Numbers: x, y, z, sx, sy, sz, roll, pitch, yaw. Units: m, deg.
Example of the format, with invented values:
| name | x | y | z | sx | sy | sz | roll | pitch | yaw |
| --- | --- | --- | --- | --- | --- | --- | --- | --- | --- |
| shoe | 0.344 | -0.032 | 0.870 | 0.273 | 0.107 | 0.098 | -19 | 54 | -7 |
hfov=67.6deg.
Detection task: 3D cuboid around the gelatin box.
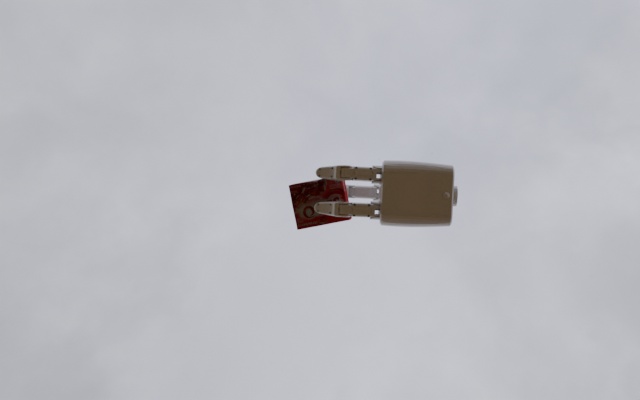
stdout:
| name | x | y | z | sx | sy | sz | roll | pitch | yaw |
| --- | --- | --- | --- | --- | --- | --- | --- | --- | --- |
| gelatin box | 0.000 | 0.003 | 0.760 | 0.089 | 0.073 | 0.030 | -11 | 3 | 12 |
